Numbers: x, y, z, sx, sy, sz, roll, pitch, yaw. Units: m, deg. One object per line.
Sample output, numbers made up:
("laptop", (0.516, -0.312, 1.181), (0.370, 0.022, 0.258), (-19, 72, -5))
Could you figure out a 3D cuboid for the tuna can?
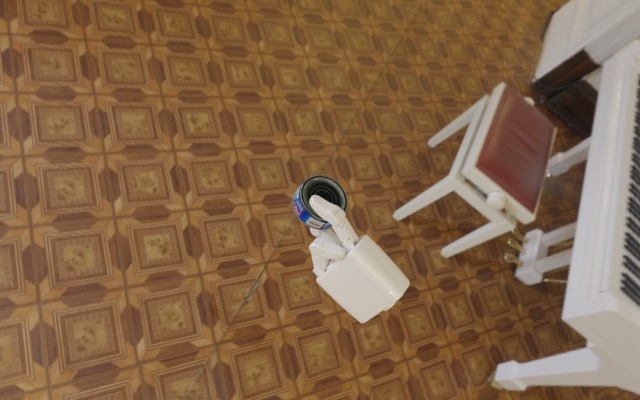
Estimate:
("tuna can", (0.000, 0.002, 0.777), (0.086, 0.086, 0.034), (0, -26, -25))
